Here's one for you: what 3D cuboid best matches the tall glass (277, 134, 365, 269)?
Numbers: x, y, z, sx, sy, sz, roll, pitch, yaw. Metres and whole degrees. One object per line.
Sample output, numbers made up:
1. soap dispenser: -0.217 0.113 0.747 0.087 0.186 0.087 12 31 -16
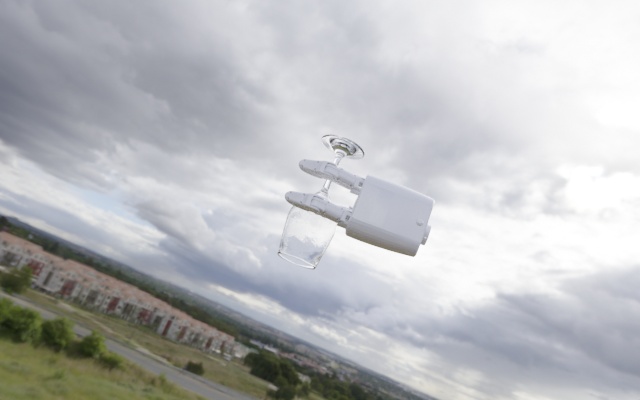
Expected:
1. tall glass: 0.000 0.002 0.738 0.079 0.201 0.079 21 -16 6
